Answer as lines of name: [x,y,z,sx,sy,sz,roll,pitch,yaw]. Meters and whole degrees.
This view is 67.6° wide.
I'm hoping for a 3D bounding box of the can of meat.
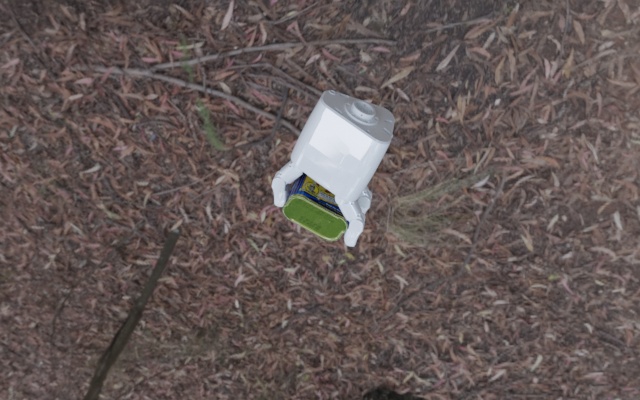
can of meat: [0.000,0.003,0.719,0.102,0.057,0.084,29,39,-8]
